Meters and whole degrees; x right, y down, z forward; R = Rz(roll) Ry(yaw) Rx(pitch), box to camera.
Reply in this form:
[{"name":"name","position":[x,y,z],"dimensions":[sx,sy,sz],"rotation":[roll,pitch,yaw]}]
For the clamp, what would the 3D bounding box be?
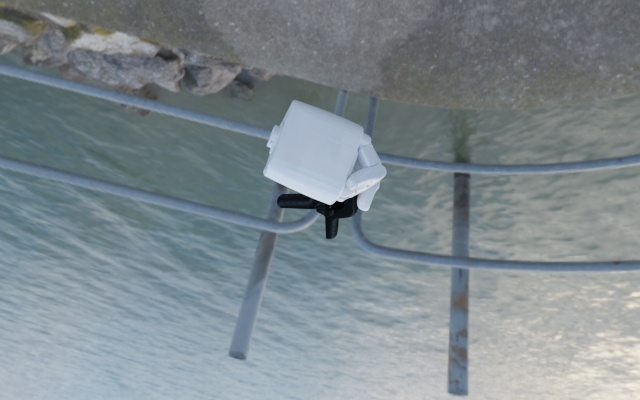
[{"name":"clamp","position":[0.000,0.003,0.763],"dimensions":[0.120,0.039,0.171],"rotation":[25,-33,-10]}]
